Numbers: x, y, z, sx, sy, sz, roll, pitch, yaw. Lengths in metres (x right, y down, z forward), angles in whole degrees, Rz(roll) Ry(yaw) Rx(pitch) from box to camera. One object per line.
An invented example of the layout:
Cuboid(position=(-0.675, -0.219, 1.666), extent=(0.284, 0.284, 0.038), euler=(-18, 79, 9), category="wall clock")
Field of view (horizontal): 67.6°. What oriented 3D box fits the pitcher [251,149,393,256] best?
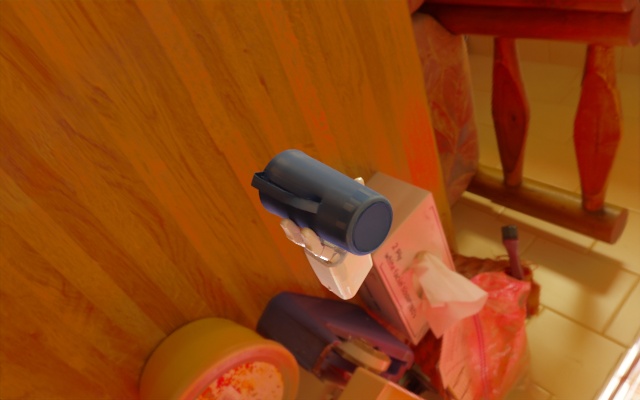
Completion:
Cuboid(position=(0.000, 0.003, 0.846), extent=(0.149, 0.145, 0.242), euler=(-39, 42, -23), category="pitcher")
